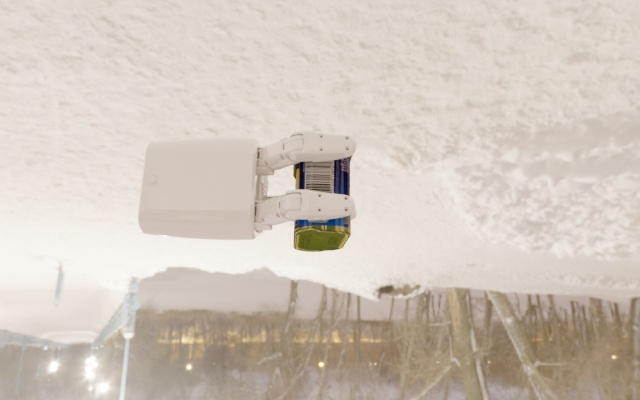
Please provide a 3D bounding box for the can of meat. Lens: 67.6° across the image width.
[{"bbox_3d":[0.000,0.002,0.476,0.057,0.084,0.102,2,-17,-3],"label":"can of meat"}]
